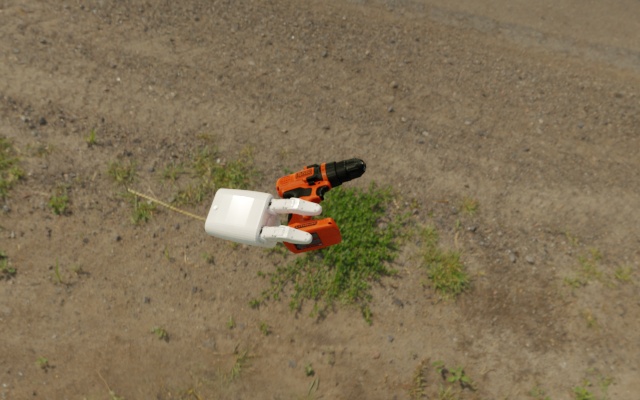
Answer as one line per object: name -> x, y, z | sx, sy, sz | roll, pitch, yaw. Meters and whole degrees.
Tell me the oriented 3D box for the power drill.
power drill -> 0.000, 0.003, 0.892 | 0.184, 0.057, 0.187 | -17, 40, 17
